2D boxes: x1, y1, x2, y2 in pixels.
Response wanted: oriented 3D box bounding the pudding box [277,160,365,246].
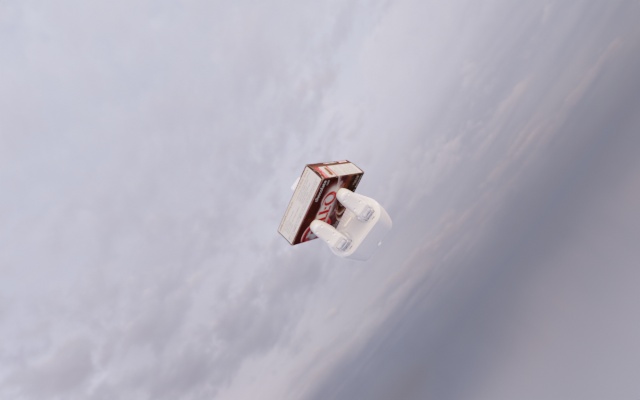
[{"bbox_3d":[0.000,0.002,0.647,0.039,0.113,0.090,38,30,28],"label":"pudding box"}]
